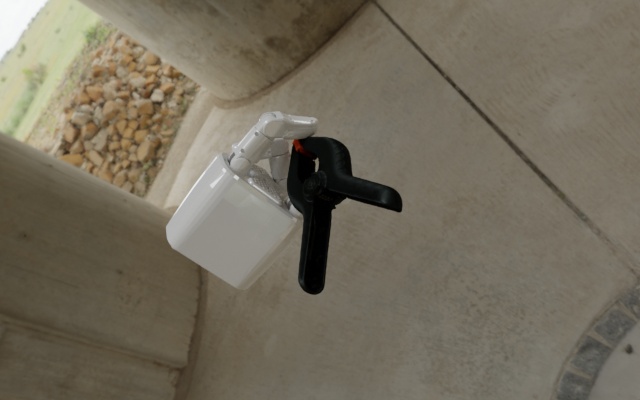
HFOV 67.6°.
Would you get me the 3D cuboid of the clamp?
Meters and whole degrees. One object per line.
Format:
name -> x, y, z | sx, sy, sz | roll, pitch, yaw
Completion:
clamp -> 0.000, 0.001, 0.450 | 0.039, 0.120, 0.171 | 33, 15, -35
